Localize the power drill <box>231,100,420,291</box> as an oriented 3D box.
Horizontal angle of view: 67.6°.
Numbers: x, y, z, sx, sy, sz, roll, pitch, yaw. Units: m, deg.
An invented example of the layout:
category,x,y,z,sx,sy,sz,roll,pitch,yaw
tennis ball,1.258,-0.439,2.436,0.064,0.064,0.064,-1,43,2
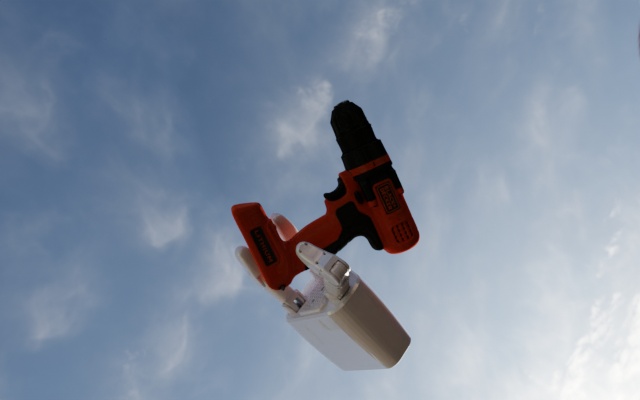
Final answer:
category,x,y,z,sx,sy,sz,roll,pitch,yaw
power drill,0.000,0.002,0.535,0.187,0.184,0.057,-25,2,-6
